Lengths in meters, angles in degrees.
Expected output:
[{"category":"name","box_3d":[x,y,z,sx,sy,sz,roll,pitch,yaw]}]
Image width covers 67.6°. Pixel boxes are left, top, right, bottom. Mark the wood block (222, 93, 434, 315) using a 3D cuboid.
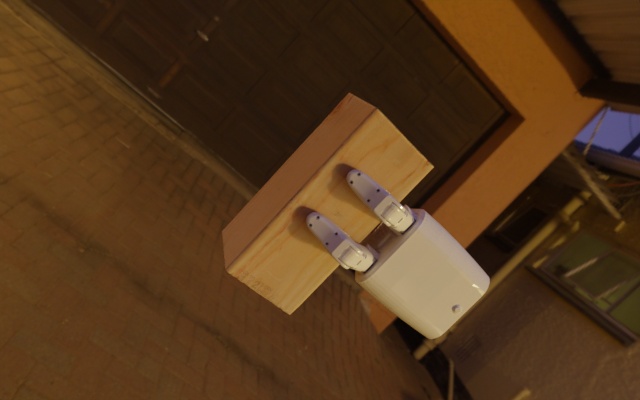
[{"category":"wood block","box_3d":[0.000,0.002,0.493,0.090,0.206,0.090,40,7,-24]}]
